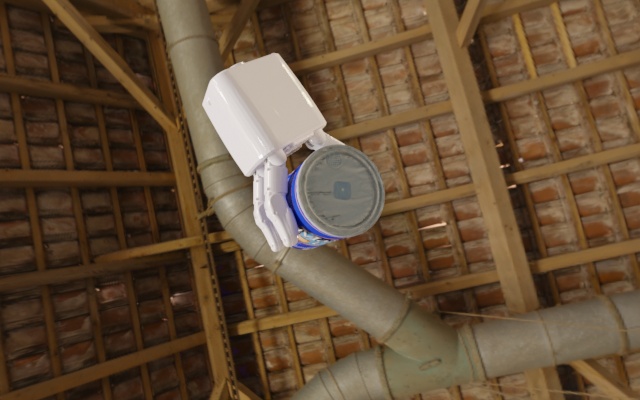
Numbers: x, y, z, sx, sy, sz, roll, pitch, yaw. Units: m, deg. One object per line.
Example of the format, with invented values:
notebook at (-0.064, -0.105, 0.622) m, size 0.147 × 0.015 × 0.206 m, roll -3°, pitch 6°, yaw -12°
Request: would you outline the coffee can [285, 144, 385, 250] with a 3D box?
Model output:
coffee can at (0.000, 0.002, 0.578) m, size 0.103 × 0.102 × 0.140 m, roll 0°, pitch -11°, yaw -21°
